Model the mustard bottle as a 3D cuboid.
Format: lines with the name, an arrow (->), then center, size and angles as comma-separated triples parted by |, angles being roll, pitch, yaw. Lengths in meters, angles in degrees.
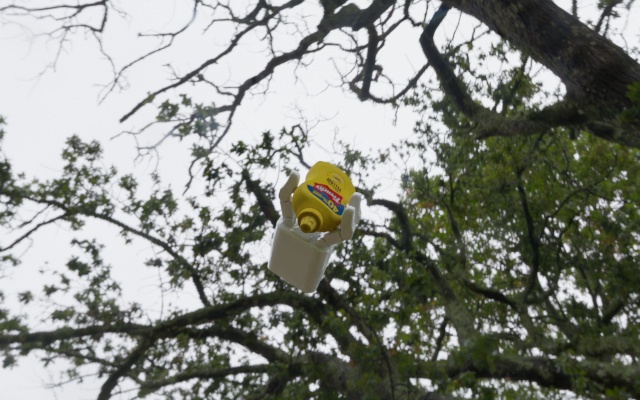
mustard bottle -> 0.000, 0.002, 0.829 | 0.058, 0.096, 0.191 | -45, 8, 30
